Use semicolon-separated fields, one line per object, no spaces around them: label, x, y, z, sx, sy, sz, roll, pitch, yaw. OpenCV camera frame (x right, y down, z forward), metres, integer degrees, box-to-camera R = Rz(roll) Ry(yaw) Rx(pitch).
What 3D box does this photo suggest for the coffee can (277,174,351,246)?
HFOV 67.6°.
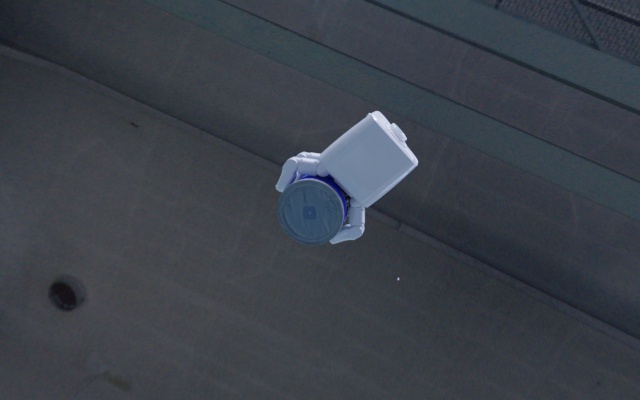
coffee can;0.000;0.003;0.777;0.103;0.103;0.140;0;14;14
